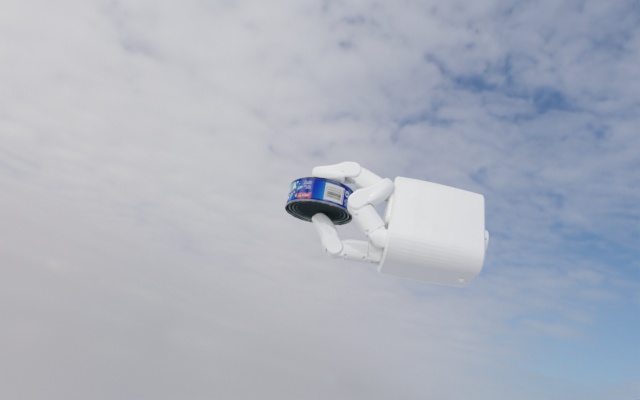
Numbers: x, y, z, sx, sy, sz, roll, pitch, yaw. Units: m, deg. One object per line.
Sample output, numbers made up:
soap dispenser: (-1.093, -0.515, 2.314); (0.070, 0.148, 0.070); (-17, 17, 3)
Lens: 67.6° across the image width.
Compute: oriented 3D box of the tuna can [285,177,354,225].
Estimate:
tuna can: (0.000, 0.001, 0.604); (0.086, 0.033, 0.086); (9, -20, 3)
